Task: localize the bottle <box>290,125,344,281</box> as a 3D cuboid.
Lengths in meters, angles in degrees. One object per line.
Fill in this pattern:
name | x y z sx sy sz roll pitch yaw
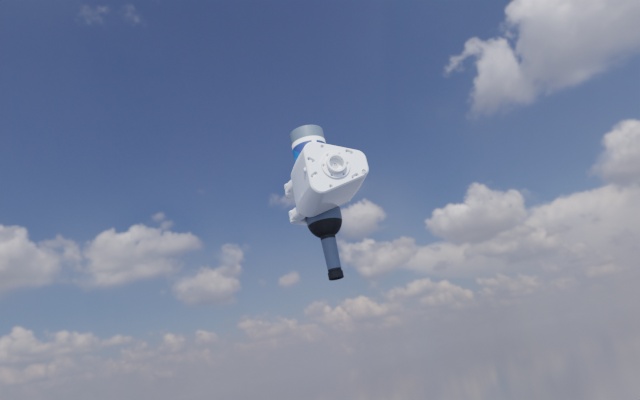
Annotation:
bottle | 0.000 0.003 0.896 0.069 0.295 0.069 -11 -19 -4
